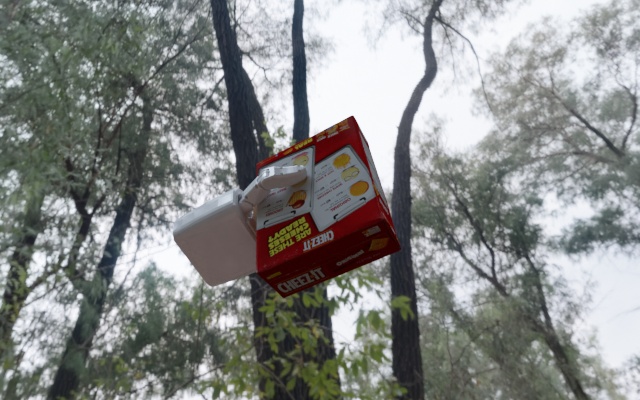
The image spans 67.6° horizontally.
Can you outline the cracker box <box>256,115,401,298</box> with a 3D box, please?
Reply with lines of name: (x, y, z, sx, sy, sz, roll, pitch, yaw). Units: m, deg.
cracker box: (0.000, 0.002, 0.630, 0.164, 0.213, 0.072, -25, -49, 14)
